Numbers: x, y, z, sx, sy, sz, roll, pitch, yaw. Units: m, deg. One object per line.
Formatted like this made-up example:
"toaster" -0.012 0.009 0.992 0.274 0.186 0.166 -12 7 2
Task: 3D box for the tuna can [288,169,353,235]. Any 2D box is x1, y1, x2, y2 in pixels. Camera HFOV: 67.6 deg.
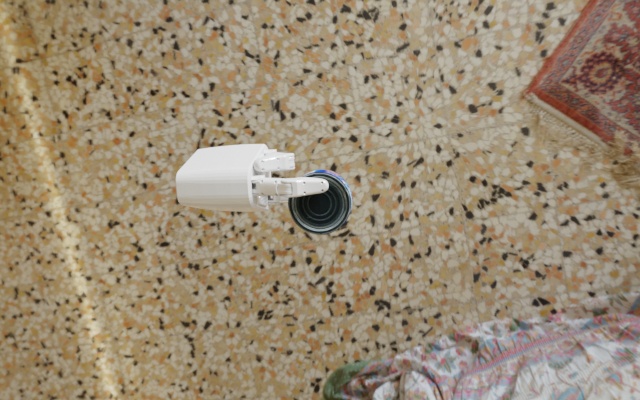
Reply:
"tuna can" 0.000 0.002 0.640 0.086 0.086 0.033 0 9 6
